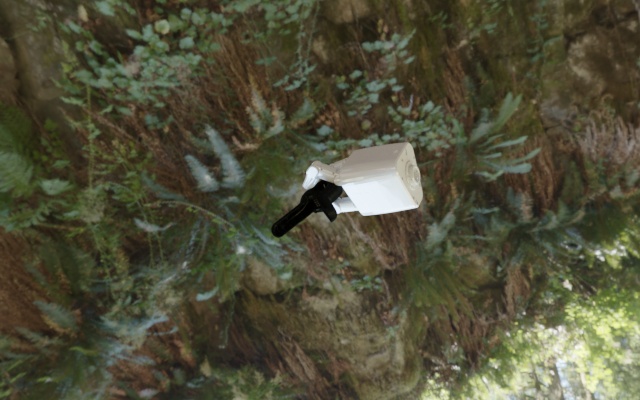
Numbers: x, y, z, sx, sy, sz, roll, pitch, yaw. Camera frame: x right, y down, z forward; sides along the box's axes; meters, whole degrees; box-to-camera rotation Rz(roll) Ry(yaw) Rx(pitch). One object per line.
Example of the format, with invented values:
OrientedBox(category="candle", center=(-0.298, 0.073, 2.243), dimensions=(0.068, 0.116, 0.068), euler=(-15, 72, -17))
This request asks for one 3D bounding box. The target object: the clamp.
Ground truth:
OrientedBox(category="clamp", center=(0.000, 0.003, 0.812), dimensions=(0.120, 0.039, 0.171), euler=(-7, 28, 33))
